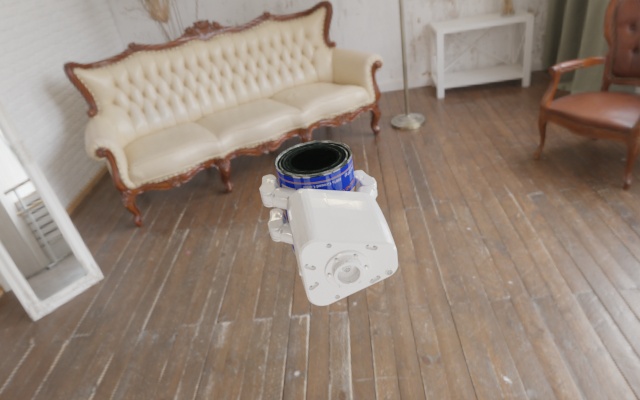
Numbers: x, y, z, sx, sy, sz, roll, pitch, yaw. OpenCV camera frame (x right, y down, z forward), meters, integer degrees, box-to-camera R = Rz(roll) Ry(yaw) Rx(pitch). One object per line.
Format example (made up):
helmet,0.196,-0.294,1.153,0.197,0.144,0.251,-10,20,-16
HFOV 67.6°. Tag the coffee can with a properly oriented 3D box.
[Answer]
coffee can,0.000,0.002,0.658,0.103,0.140,0.102,-7,31,4
